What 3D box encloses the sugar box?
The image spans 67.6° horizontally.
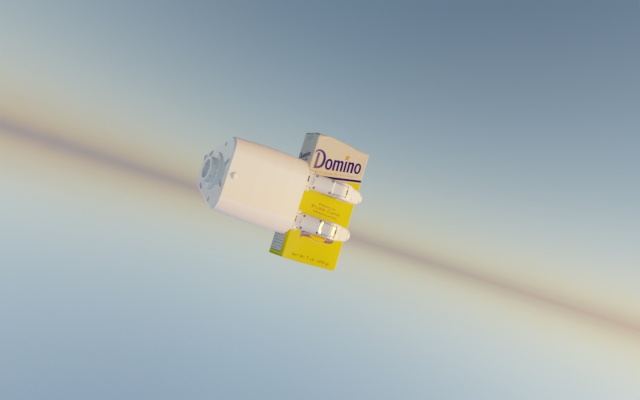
[{"bbox_3d":[0.000,0.002,0.672,0.093,0.176,0.048,19,-3,-32],"label":"sugar box"}]
